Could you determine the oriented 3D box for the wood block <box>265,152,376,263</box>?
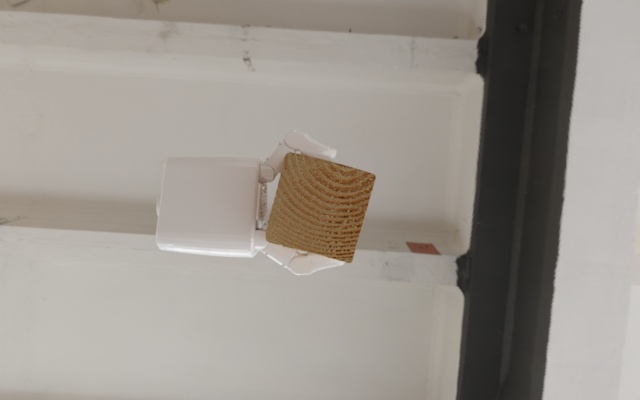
[{"bbox_3d":[0.000,0.001,0.552,0.090,0.091,0.206,15,3,-1],"label":"wood block"}]
